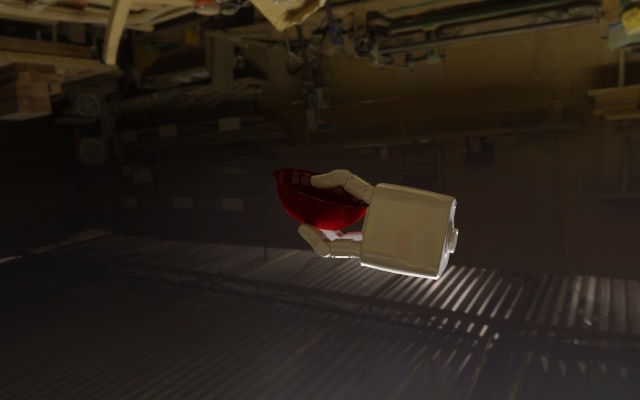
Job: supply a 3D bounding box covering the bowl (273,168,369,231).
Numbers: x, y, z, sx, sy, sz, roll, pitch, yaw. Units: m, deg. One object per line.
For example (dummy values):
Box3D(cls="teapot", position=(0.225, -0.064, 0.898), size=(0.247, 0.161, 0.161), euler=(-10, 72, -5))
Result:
Box3D(cls="bowl", position=(-0.001, 0.002, 0.723), size=(0.162, 0.055, 0.162), euler=(16, 16, -4))
